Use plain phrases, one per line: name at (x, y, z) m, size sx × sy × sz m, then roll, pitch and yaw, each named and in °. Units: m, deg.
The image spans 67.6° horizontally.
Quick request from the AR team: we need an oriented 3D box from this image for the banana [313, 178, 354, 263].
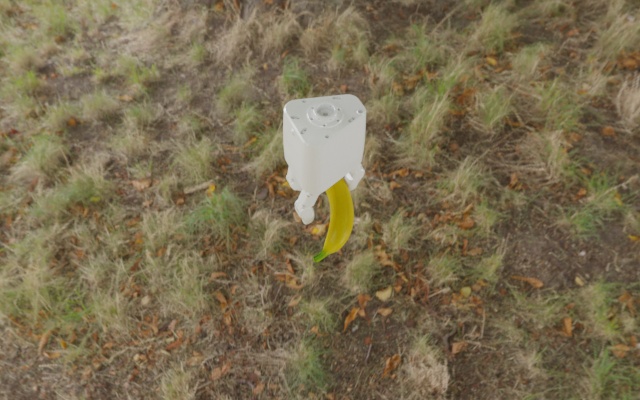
banana at (0.019, 0.004, 0.786) m, size 0.069 × 0.197 × 0.037 m, roll -3°, pitch -32°, yaw 3°
